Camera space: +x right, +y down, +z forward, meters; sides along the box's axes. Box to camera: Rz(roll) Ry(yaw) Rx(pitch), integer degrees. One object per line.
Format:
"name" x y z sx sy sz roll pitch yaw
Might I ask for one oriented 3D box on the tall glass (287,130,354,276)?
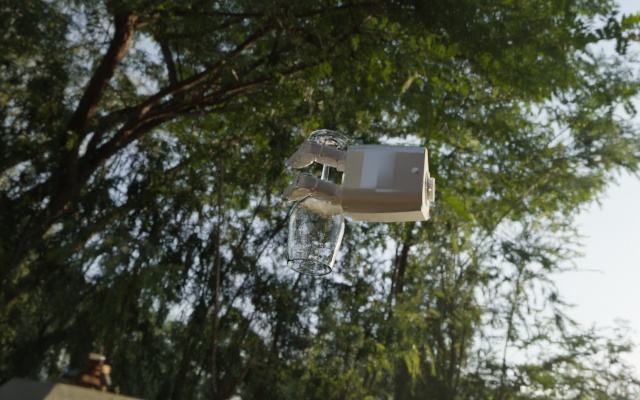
"tall glass" 0.000 0.002 0.679 0.079 0.201 0.079 8 -27 4
